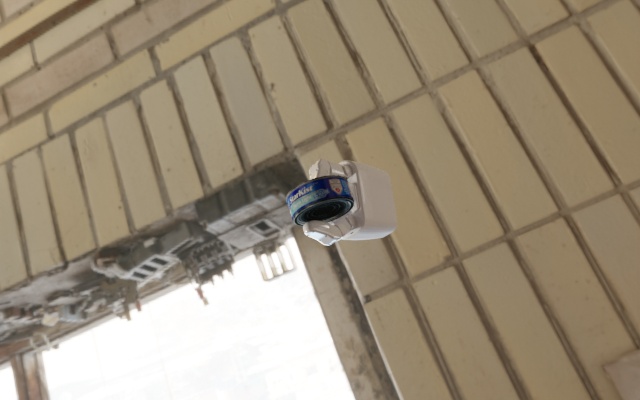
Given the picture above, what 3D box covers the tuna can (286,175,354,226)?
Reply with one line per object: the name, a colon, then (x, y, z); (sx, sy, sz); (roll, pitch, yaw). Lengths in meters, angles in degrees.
tuna can: (0.000, 0.003, 0.625); (0.086, 0.033, 0.086); (-15, -21, -6)
